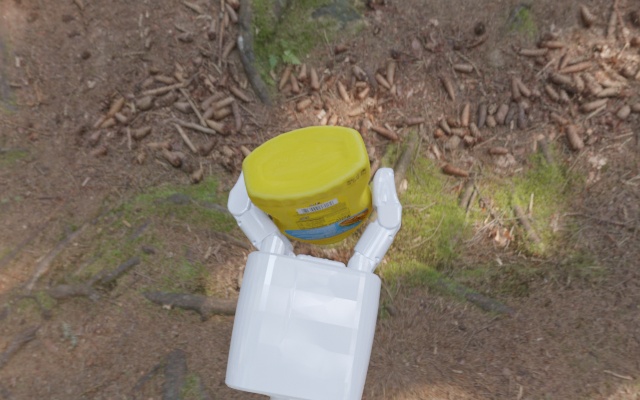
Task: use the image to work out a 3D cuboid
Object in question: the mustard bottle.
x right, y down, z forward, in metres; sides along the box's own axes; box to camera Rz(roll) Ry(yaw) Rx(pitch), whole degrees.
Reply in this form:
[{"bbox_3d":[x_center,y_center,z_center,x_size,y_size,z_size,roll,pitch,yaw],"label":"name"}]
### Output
[{"bbox_3d":[0.000,0.001,0.441,0.096,0.058,0.192,-17,-21,3],"label":"mustard bottle"}]
